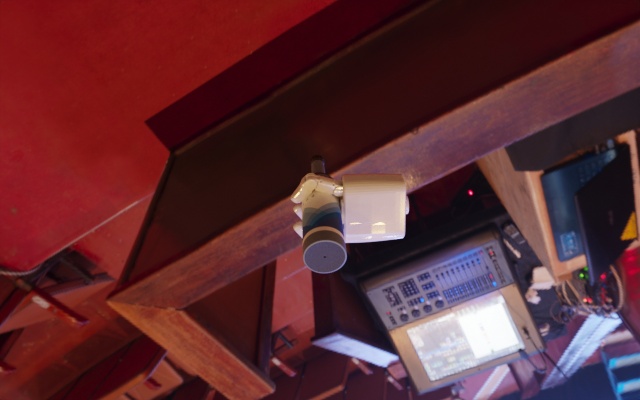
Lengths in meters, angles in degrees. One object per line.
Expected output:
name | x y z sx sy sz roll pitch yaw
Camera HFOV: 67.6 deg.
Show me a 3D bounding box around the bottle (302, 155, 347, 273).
bottle | 0.000 0.003 0.840 0.069 0.069 0.295 0 34 -3
